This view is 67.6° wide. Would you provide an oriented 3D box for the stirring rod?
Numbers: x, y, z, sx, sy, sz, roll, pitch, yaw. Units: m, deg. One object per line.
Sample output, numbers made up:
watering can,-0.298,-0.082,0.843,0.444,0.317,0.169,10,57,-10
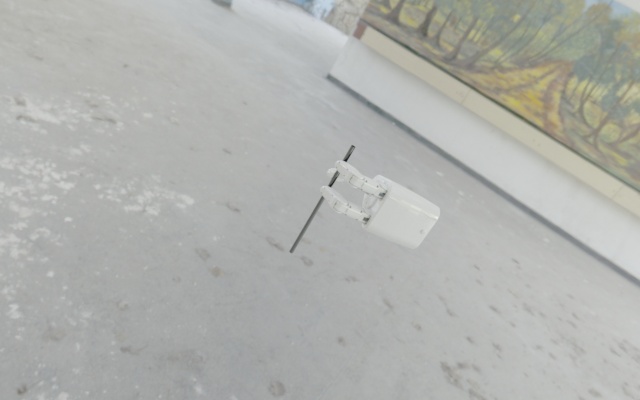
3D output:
stirring rod,0.000,0.003,0.862,0.011,0.240,0.011,25,24,-12
